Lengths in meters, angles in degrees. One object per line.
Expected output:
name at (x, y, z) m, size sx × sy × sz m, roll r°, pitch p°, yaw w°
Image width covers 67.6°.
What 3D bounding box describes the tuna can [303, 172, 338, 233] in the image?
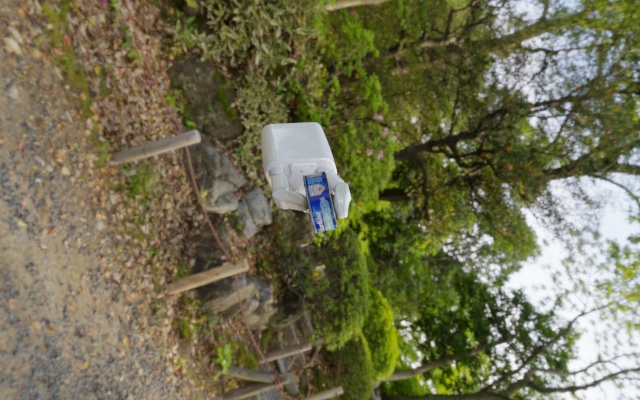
tuna can at (0.001, 0.002, 0.688) m, size 0.034 × 0.086 × 0.086 m, roll -12°, pitch -1°, yaw 2°
